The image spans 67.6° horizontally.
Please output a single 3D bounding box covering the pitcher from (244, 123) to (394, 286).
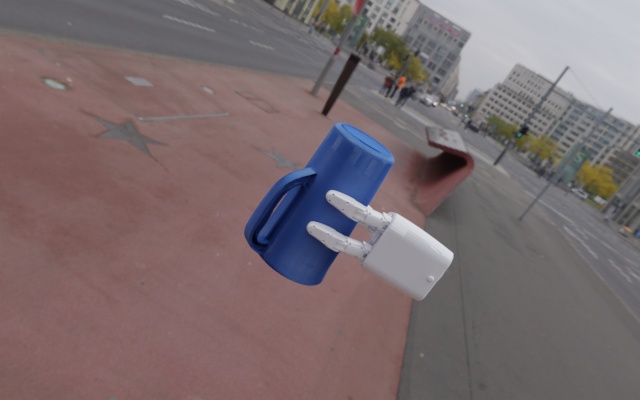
[{"bbox_3d":[0.000,0.003,0.747,0.145,0.243,0.149,34,18,3],"label":"pitcher"}]
